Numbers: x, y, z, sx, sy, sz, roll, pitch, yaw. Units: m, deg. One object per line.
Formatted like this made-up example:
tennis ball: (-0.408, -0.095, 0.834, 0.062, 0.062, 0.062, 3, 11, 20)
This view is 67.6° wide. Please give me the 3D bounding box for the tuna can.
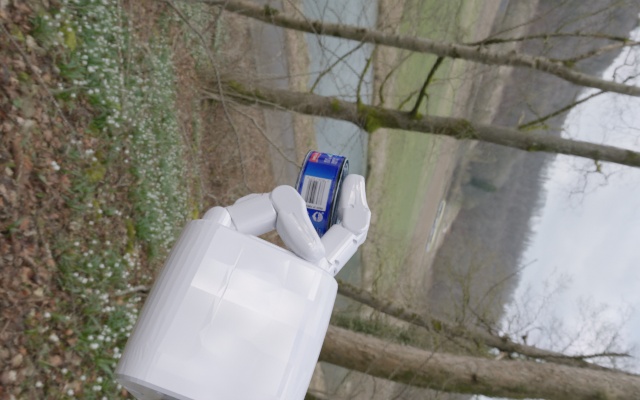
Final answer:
tuna can: (0.001, 0.001, 0.411, 0.034, 0.086, 0.086, 11, 1, 8)
